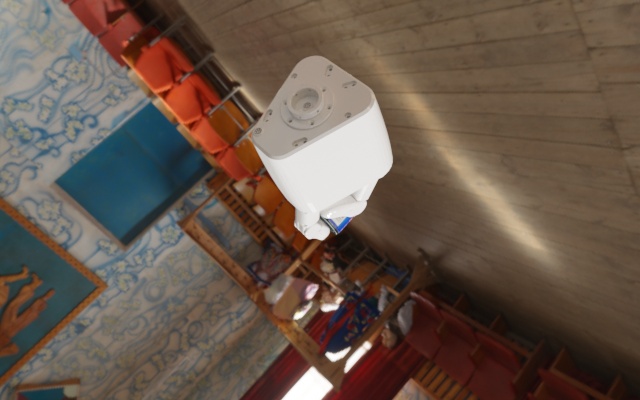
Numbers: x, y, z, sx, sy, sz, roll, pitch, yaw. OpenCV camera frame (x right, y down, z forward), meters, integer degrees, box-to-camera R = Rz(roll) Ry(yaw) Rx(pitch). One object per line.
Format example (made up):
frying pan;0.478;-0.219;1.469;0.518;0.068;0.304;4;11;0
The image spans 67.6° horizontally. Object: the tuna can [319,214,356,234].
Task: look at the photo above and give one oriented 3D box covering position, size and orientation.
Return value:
tuna can;0.000;0.002;0.583;0.086;0.034;0.086;41;-7;6
